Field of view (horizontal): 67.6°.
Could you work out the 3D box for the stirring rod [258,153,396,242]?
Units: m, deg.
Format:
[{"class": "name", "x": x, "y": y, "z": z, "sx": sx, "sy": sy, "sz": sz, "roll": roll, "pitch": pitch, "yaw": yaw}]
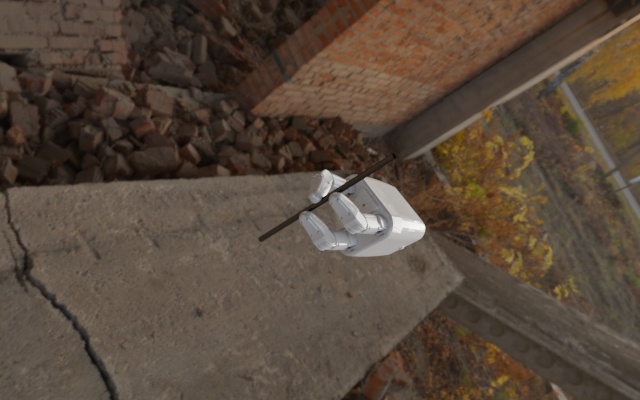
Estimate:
[{"class": "stirring rod", "x": 0.000, "y": 0.002, "z": 0.623, "sx": 0.239, "sy": 0.011, "sz": 0.011, "roll": -32, "pitch": -18, "yaw": 32}]
